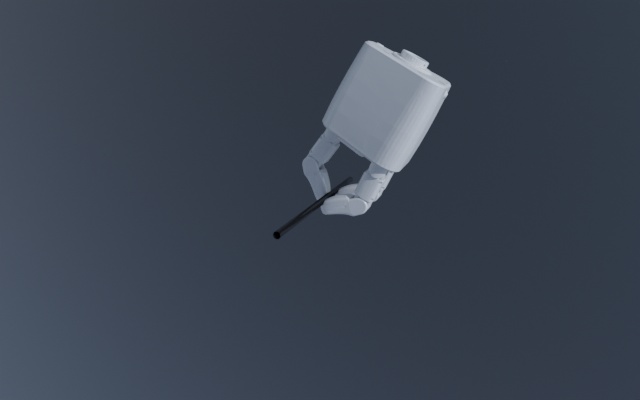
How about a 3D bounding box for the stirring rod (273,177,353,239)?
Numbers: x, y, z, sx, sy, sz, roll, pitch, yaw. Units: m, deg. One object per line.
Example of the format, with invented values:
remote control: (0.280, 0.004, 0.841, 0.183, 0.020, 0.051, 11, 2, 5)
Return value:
stirring rod: (0.000, 0.002, 0.566, 0.011, 0.011, 0.239, 0, 15, 21)
